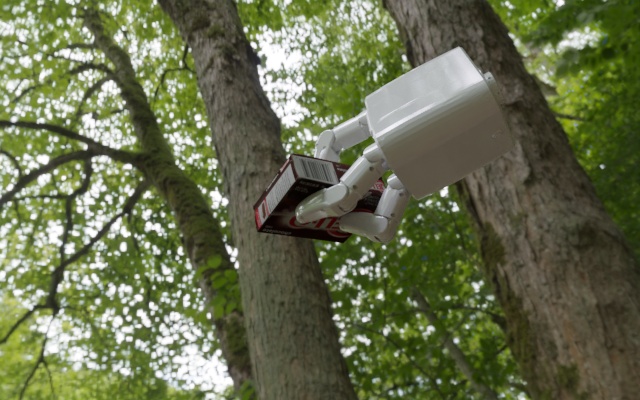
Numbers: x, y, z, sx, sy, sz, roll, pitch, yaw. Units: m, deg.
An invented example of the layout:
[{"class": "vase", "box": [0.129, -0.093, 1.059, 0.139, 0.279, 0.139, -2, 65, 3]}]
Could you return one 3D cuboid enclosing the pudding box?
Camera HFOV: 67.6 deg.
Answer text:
[{"class": "pudding box", "box": [0.000, 0.001, 0.494, 0.113, 0.039, 0.090, 12, -44, -31]}]
